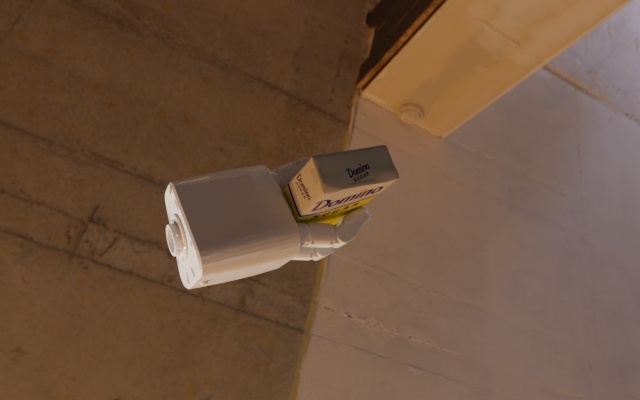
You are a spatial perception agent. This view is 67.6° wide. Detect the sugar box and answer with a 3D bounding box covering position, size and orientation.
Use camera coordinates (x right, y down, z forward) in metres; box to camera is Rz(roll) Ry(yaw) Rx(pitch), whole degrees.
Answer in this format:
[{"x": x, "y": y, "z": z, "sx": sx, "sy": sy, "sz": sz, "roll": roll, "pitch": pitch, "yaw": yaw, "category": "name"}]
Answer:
[{"x": 0.000, "y": 0.002, "z": 0.533, "sx": 0.093, "sy": 0.048, "sz": 0.176, "roll": -12, "pitch": -14, "yaw": -30, "category": "sugar box"}]
